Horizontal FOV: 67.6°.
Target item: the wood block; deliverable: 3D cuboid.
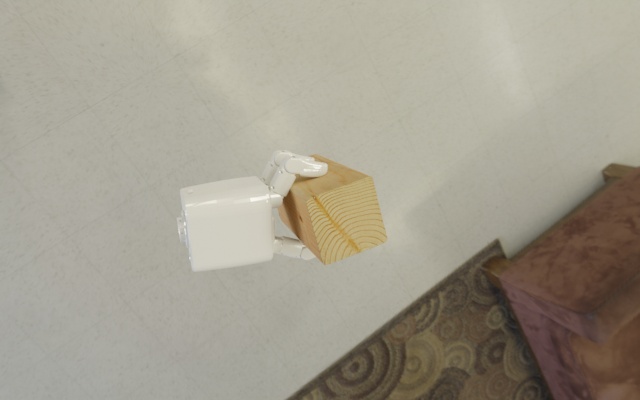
[{"bbox_3d":[0.000,0.003,0.665,0.090,0.091,0.206,-20,19,-14],"label":"wood block"}]
